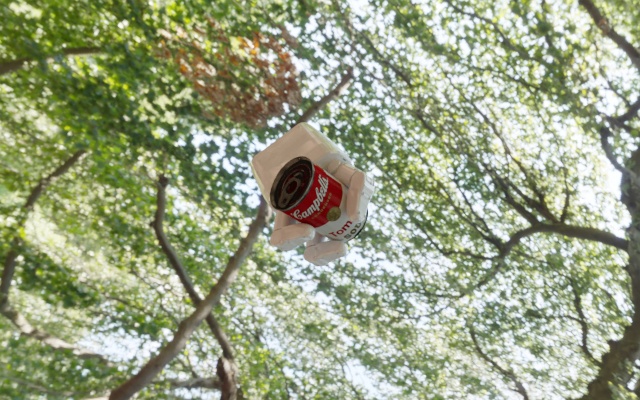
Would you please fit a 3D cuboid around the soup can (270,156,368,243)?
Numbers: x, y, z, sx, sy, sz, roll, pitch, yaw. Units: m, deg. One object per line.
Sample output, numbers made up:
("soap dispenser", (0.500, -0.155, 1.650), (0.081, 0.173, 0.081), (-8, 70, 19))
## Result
("soup can", (0.001, 0.002, 0.562), (0.068, 0.068, 0.102), (0, -25, 47))
